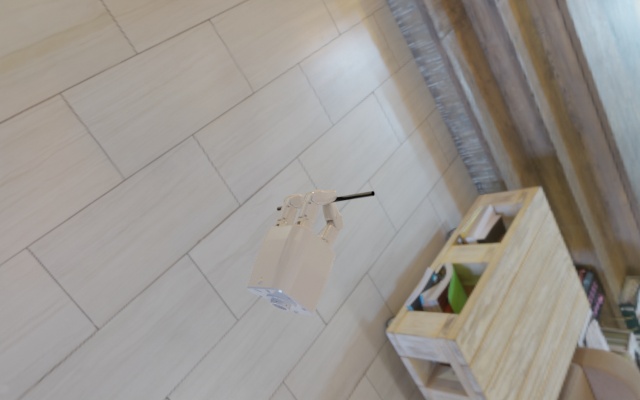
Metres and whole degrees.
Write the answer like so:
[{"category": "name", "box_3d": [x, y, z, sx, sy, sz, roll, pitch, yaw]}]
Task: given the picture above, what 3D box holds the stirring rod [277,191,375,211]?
[{"category": "stirring rod", "box_3d": [0.000, 0.003, 0.809, 0.011, 0.011, 0.239, 0, -6, -41]}]
